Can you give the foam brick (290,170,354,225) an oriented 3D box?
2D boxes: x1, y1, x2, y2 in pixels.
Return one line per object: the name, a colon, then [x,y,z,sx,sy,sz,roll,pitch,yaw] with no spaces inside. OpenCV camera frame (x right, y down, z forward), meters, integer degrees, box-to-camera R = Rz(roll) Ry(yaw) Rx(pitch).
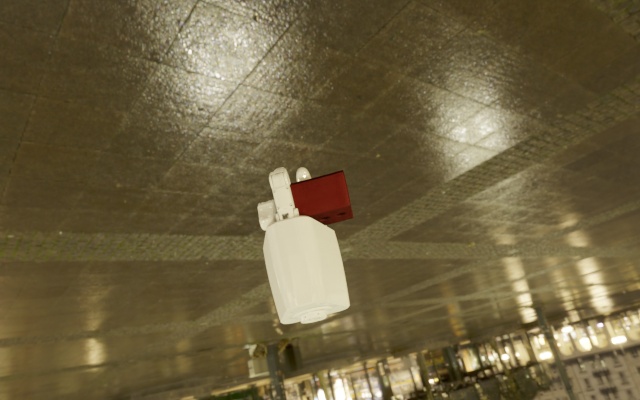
foam brick: [0.000,0.002,0.624,0.078,0.051,0.053,-15,-23,2]
